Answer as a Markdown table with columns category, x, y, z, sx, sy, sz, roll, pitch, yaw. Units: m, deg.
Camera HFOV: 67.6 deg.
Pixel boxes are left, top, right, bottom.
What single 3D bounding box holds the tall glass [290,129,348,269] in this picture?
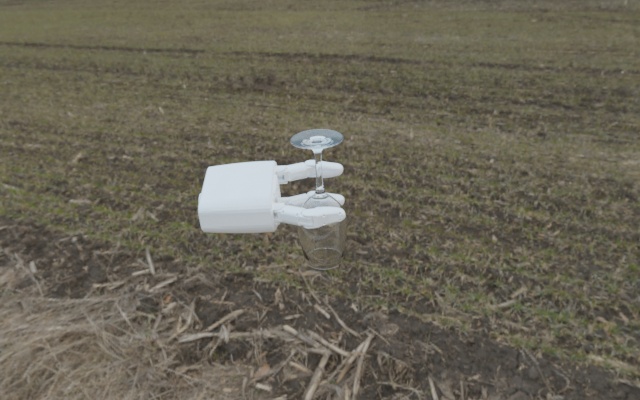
| category | x | y | z | sx | sy | sz | roll | pitch | yaw |
| --- | --- | --- | --- | --- | --- | --- | --- | --- | --- |
| tall glass | 0.000 | 0.002 | 0.705 | 0.079 | 0.201 | 0.079 | -3 | 27 | 2 |
